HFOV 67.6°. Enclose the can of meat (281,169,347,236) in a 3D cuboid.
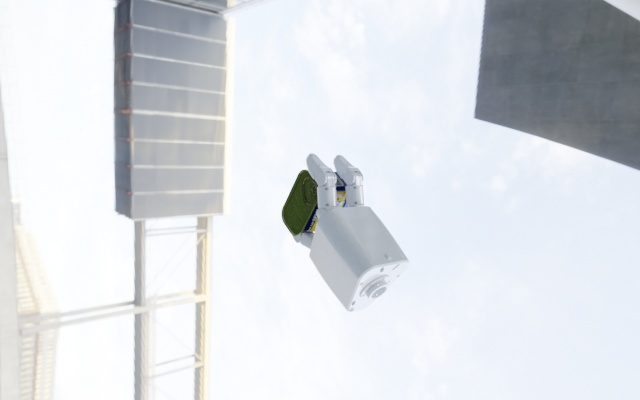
[{"bbox_3d":[0.000,0.002,0.730,0.084,0.102,0.057,-3,42,-39],"label":"can of meat"}]
